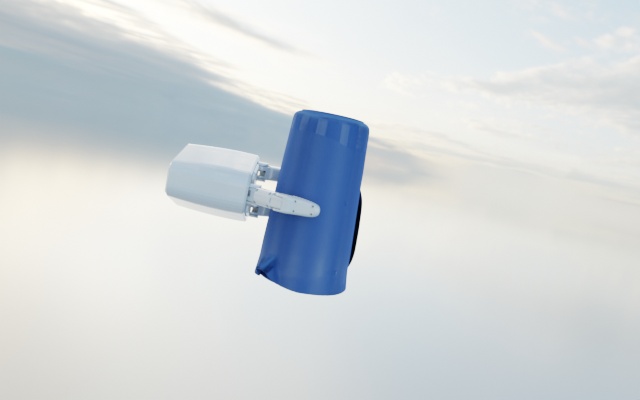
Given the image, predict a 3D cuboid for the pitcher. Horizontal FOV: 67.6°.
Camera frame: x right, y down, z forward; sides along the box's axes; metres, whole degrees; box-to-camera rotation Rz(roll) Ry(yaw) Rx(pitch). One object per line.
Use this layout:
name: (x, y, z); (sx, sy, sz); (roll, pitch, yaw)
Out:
pitcher: (0.000, 0.002, 0.680); (0.145, 0.243, 0.149); (12, 6, -3)
